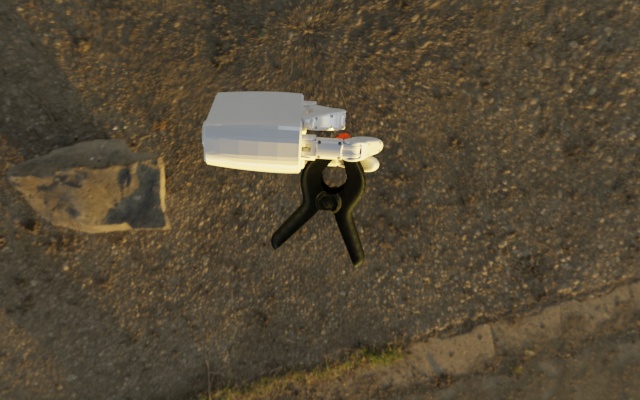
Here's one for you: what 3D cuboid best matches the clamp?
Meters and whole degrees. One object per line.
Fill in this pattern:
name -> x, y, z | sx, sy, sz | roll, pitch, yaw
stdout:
clamp -> 0.000, 0.002, 0.585 | 0.120, 0.171, 0.039 | 2, 19, -3
